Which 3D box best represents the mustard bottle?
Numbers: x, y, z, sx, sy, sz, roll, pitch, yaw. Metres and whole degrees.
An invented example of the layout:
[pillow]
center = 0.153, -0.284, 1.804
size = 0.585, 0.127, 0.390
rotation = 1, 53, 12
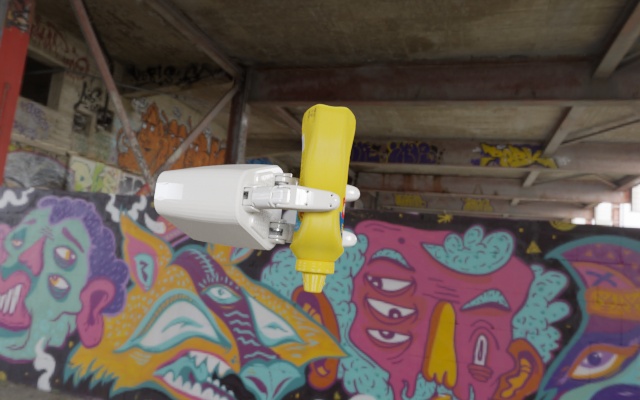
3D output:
[mustard bottle]
center = 0.000, 0.001, 0.514
size = 0.058, 0.191, 0.096
rotation = 7, -7, -5
